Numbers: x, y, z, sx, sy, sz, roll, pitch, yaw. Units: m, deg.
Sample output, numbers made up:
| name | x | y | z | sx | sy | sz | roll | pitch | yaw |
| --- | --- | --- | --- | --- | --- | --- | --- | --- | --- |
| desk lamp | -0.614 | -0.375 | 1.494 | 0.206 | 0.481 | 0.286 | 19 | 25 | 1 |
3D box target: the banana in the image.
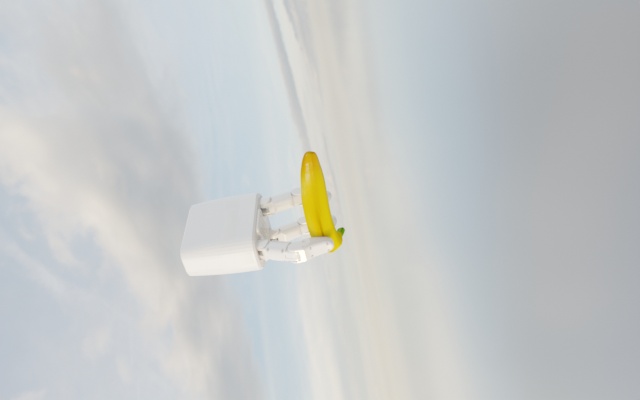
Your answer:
| name | x | y | z | sx | sy | sz | roll | pitch | yaw |
| --- | --- | --- | --- | --- | --- | --- | --- | --- | --- |
| banana | 0.001 | 0.019 | 0.647 | 0.037 | 0.069 | 0.198 | -6 | -36 | 10 |
